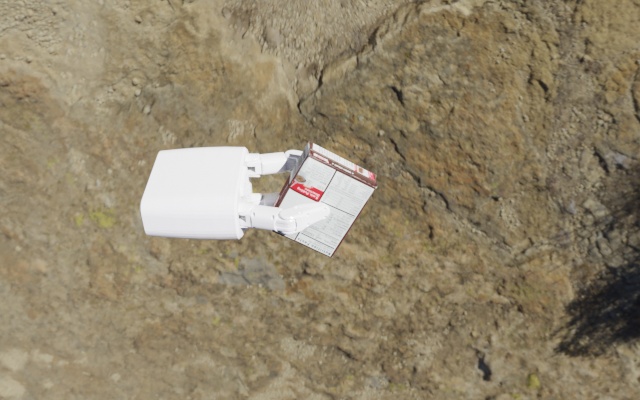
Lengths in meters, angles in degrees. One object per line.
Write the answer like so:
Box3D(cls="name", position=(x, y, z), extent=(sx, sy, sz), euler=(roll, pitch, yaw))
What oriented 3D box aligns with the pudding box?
Box3D(cls="pudding box", position=(0.000, 0.002, 0.556), extent=(0.090, 0.113, 0.039), euler=(25, 28, -12))
